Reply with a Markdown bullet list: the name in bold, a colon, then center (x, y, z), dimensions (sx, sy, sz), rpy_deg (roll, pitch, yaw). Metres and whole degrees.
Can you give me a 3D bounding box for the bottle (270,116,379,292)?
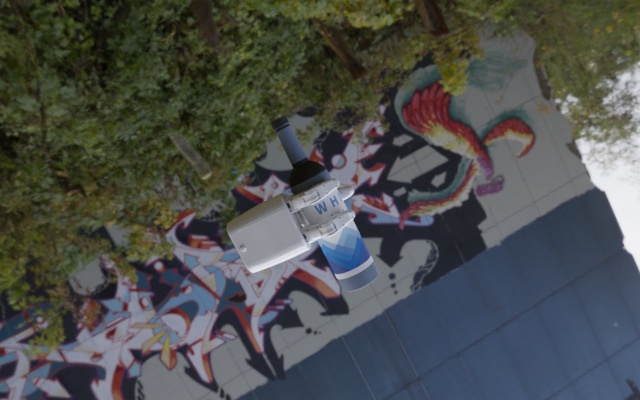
- **bottle**: center (0.000, 0.003, 0.766), dimensions (0.069, 0.296, 0.069), rpy_deg (-27, 7, 3)
